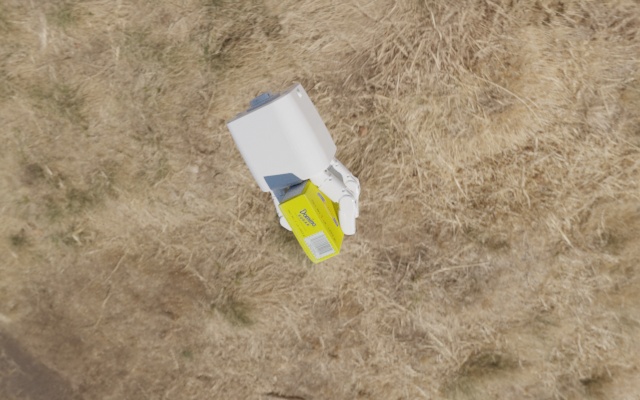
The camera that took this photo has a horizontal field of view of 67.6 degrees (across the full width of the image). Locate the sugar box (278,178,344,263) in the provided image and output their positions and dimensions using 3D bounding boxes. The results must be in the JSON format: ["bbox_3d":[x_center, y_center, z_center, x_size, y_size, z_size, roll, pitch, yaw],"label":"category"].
[{"bbox_3d":[0.000,0.002,0.666,0.048,0.093,0.176,-23,18,21],"label":"sugar box"}]
